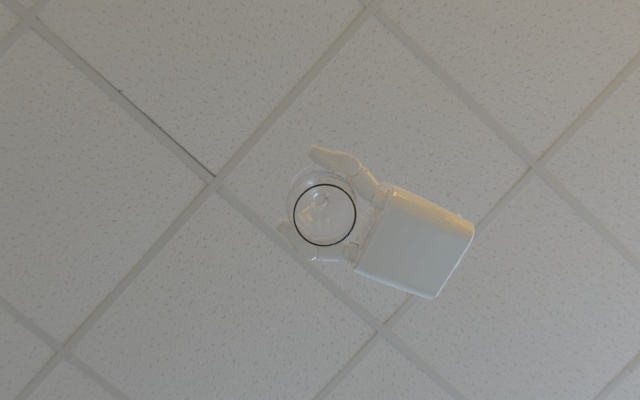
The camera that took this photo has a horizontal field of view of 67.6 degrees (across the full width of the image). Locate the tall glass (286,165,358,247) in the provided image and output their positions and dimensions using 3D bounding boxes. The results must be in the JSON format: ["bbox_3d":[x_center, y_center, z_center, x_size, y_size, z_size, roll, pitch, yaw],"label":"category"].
[{"bbox_3d":[0.000,0.002,0.557,0.079,0.079,0.201,0,7,-2],"label":"tall glass"}]
